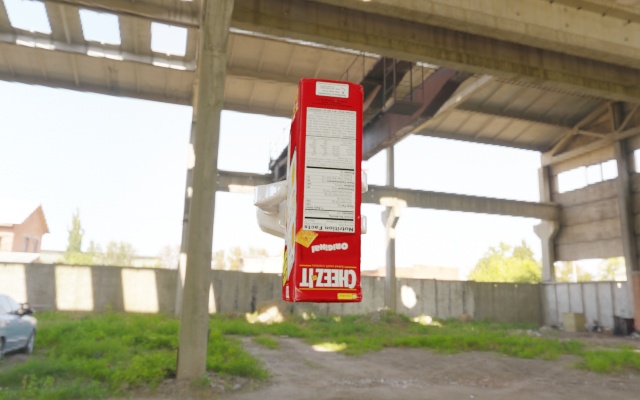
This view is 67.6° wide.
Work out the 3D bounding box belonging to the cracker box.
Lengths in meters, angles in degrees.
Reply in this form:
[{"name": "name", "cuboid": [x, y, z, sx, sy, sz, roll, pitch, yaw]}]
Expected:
[{"name": "cracker box", "cuboid": [0.000, 0.002, 0.518, 0.072, 0.213, 0.164, 3, -11, -7]}]
